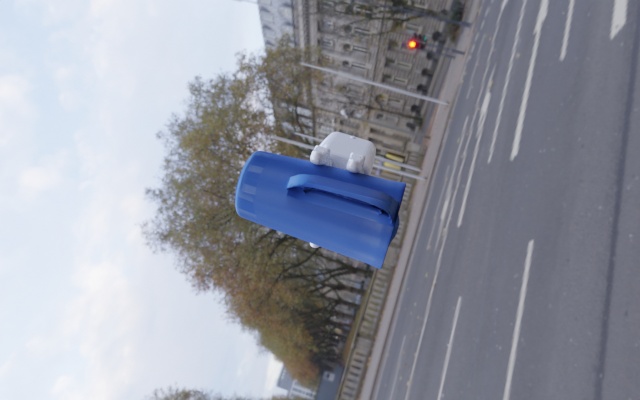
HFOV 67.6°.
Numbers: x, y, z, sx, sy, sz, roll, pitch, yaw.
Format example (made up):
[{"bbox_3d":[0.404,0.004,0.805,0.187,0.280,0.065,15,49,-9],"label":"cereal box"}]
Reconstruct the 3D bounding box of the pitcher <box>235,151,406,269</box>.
[{"bbox_3d":[0.000,0.002,0.715,0.243,0.149,0.145,16,30,7],"label":"pitcher"}]
